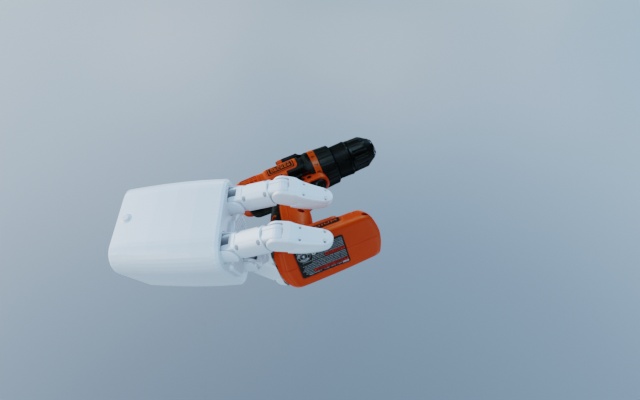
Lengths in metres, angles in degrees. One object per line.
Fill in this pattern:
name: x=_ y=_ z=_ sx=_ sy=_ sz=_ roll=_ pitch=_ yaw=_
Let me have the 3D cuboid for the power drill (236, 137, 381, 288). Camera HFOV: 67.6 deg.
power drill: x=0.000 y=0.002 z=0.535 sx=0.184 sy=0.057 sz=0.187 roll=-24 pitch=32 yaw=-3
